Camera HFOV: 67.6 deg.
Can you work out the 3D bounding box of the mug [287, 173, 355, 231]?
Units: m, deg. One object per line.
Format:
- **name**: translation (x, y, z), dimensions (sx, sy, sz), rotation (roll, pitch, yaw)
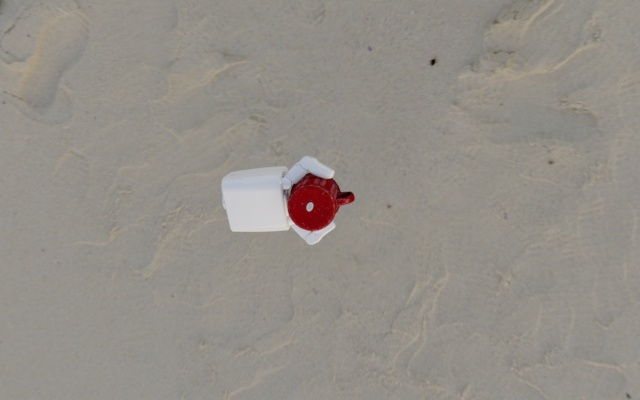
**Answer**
- **mug**: translation (0.002, 0.003, 0.813), dimensions (0.117, 0.093, 0.081), rotation (-5, 13, 6)
